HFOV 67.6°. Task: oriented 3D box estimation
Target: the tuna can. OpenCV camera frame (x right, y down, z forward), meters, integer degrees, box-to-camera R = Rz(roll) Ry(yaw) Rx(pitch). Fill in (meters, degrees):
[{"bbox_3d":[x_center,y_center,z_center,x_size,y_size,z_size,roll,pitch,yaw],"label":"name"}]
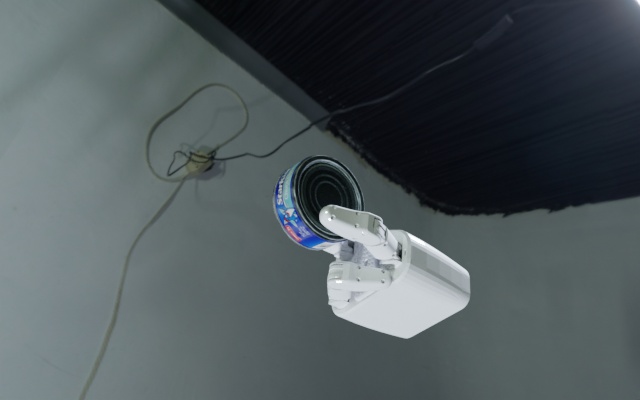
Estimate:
[{"bbox_3d":[0.000,0.001,0.448,0.086,0.086,0.034,0,-17,-39],"label":"tuna can"}]
